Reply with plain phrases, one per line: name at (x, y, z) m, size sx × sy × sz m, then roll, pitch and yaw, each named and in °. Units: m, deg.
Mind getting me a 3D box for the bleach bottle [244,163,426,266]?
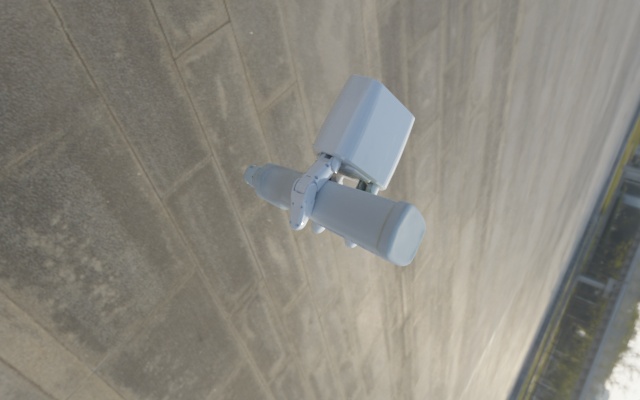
bleach bottle at (0.000, 0.002, 0.598) m, size 0.251 × 0.068 × 0.102 m, roll 22°, pitch -6°, yaw 29°
